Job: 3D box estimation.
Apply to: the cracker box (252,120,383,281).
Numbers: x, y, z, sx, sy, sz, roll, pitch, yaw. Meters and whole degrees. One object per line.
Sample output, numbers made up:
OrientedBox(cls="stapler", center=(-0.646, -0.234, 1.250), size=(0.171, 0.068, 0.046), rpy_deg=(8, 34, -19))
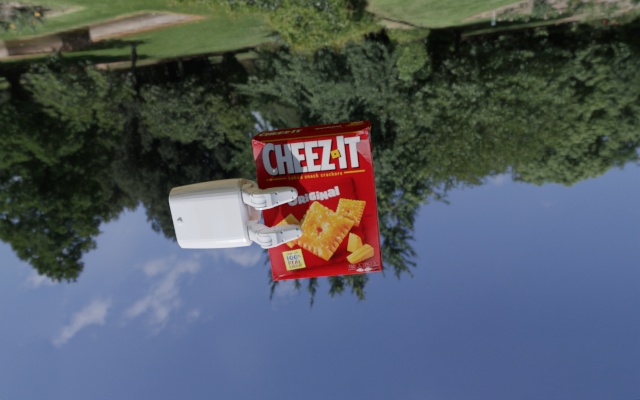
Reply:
OrientedBox(cls="cracker box", center=(0.000, 0.002, 0.690), size=(0.164, 0.214, 0.072), rpy_deg=(-5, 15, 6))
